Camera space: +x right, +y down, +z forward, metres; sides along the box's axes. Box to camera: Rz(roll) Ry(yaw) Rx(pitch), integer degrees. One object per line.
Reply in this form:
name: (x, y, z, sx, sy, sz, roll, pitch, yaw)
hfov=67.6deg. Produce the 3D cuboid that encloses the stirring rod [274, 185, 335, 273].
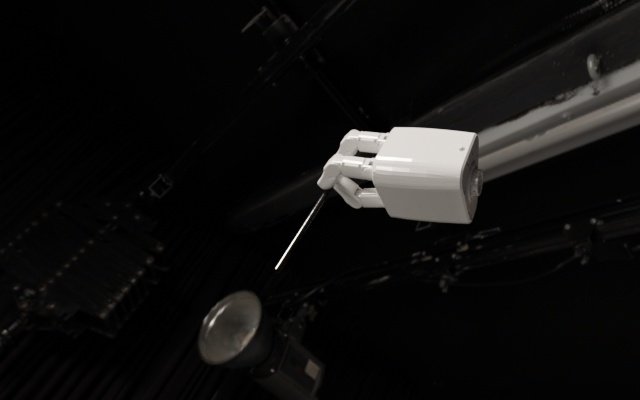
stirring rod: (0.000, 0.002, 0.623, 0.011, 0.011, 0.239, 0, 41, 34)
